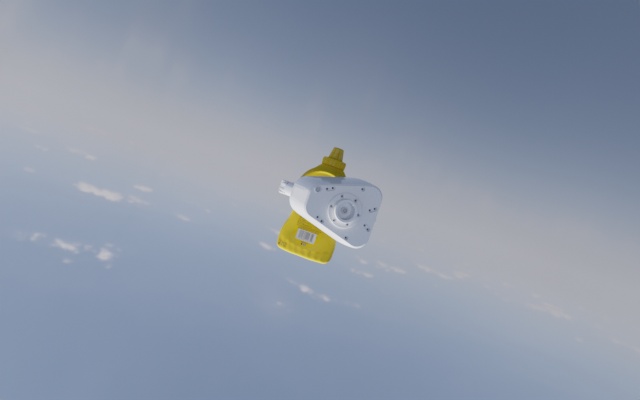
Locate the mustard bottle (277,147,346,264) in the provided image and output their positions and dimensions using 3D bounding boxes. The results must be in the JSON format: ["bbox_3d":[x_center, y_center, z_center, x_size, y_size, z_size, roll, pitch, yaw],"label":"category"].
[{"bbox_3d":[0.000,0.003,0.810,0.096,0.191,0.058,19,2,11],"label":"mustard bottle"}]
